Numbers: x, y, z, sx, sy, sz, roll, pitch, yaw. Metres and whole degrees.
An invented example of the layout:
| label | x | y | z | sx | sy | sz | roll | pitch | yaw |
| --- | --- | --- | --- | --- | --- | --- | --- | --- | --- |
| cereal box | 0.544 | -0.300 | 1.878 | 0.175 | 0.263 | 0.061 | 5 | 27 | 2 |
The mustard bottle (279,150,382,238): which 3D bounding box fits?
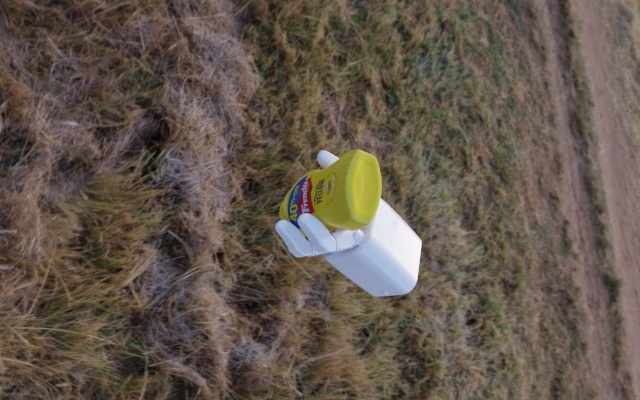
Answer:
| label | x | y | z | sx | sy | sz | roll | pitch | yaw |
| --- | --- | --- | --- | --- | --- | --- | --- | --- | --- |
| mustard bottle | 0.000 | 0.002 | 0.654 | 0.058 | 0.096 | 0.192 | 17 | -22 | -32 |
